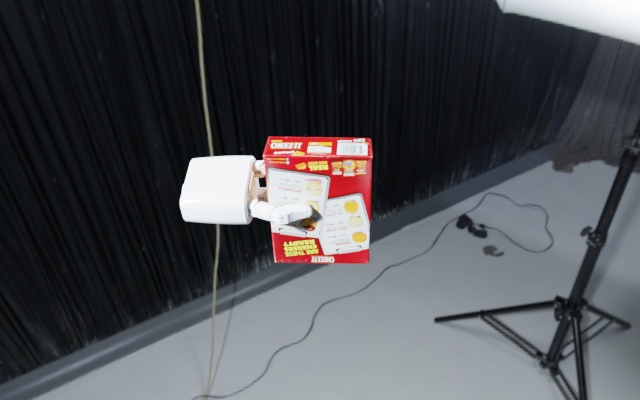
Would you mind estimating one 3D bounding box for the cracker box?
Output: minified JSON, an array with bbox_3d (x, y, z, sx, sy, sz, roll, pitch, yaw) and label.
[{"bbox_3d":[0.000,0.003,0.780,0.164,0.214,0.072,1,36,4],"label":"cracker box"}]
